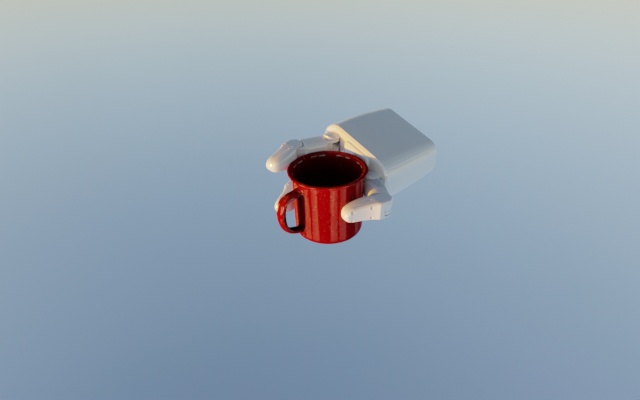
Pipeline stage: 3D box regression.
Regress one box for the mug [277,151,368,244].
[{"bbox_3d":[-0.001,0.003,0.559,0.117,0.081,0.093,-26,39,-33],"label":"mug"}]
